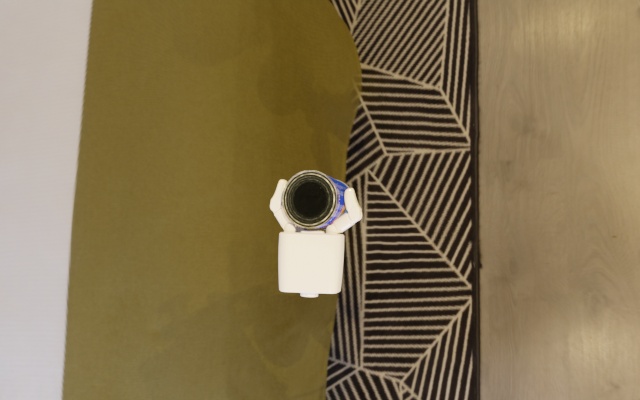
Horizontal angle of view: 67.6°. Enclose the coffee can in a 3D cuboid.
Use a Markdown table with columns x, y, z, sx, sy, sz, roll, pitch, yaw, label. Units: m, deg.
| x | y | z | sx | sy | sz | roll | pitch | yaw | label |
| --- | --- | --- | --- | --- | --- | --- | --- | --- | --- |
| 0.000 | 0.003 | 0.891 | 0.103 | 0.103 | 0.140 | 0 | -4 | 17 | coffee can |
